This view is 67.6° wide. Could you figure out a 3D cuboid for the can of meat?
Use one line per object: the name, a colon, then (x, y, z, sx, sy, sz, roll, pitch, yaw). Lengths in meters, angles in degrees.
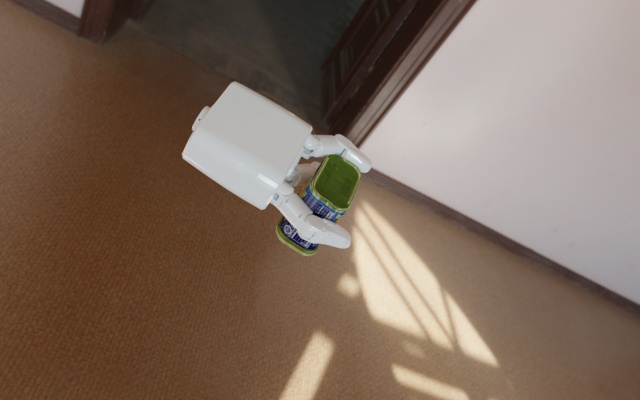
can of meat: (0.000, 0.002, 0.570, 0.057, 0.084, 0.102, 34, 36, -5)
